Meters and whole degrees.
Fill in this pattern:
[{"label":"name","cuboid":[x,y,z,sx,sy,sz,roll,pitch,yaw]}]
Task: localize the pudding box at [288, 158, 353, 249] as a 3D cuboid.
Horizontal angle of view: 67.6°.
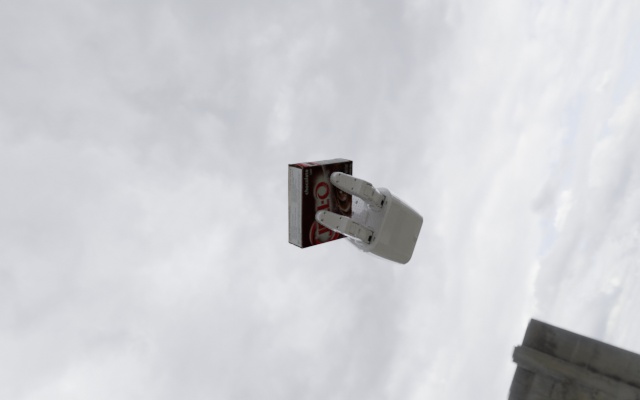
[{"label":"pudding box","cuboid":[0.000,0.002,0.653,0.090,0.113,0.039,-11,16,-40]}]
